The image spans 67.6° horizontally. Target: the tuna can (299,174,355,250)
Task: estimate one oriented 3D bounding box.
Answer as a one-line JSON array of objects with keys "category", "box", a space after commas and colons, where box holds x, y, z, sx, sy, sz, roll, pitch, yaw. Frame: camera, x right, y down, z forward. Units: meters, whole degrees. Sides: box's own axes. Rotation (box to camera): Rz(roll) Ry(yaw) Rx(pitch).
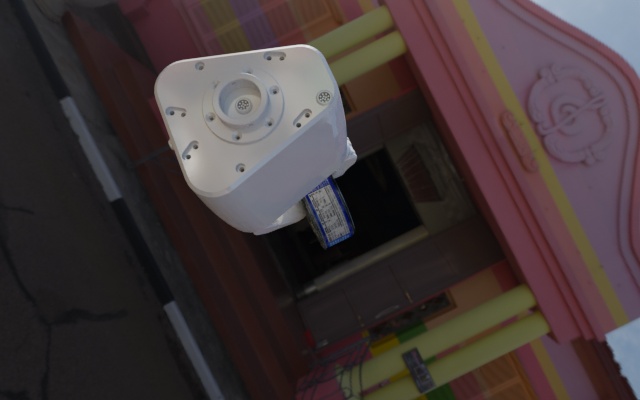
[{"category": "tuna can", "box": [0.001, 0.001, 0.458, 0.034, 0.086, 0.086, -25, 2, -5]}]
